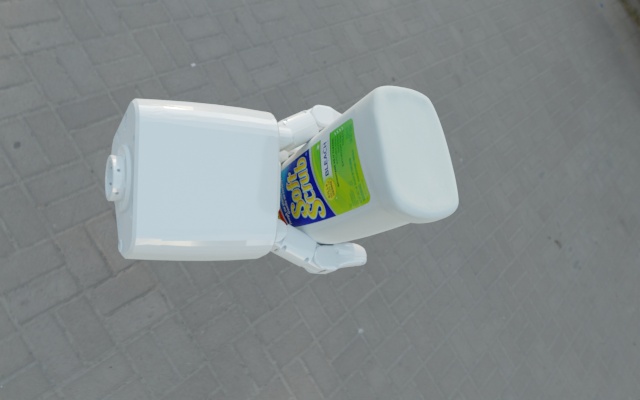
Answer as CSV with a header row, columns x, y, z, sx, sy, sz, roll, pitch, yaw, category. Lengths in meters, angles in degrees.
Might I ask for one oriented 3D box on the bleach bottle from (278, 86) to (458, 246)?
x,y,z,sx,sy,sz,roll,pitch,yaw,category
0.000,0.001,0.423,0.068,0.102,0.251,1,-18,-34,bleach bottle
